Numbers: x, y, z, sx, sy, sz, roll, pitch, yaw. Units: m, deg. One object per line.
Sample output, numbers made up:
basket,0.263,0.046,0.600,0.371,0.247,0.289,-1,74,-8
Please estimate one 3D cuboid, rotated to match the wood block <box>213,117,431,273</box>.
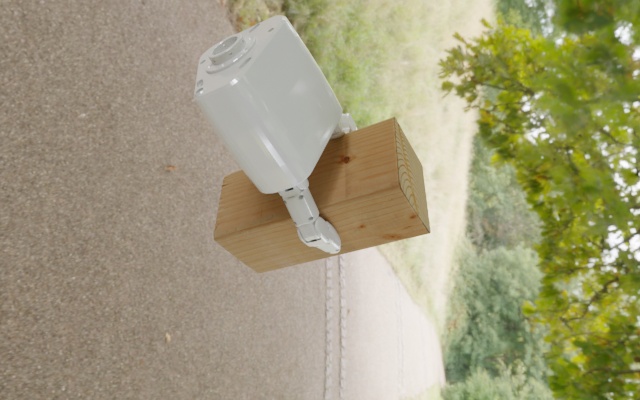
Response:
wood block,0.000,0.002,0.510,0.206,0.090,0.090,-16,-39,23
